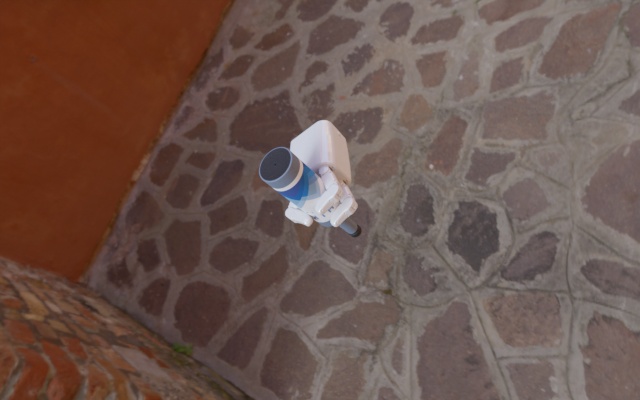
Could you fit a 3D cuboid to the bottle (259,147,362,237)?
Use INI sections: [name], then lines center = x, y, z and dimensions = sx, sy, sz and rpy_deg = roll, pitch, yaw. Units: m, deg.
[bottle]
center = 0.000, 0.003, 0.893
dimensions = 0.069, 0.069, 0.296
rpy_deg = 0, -25, 34
